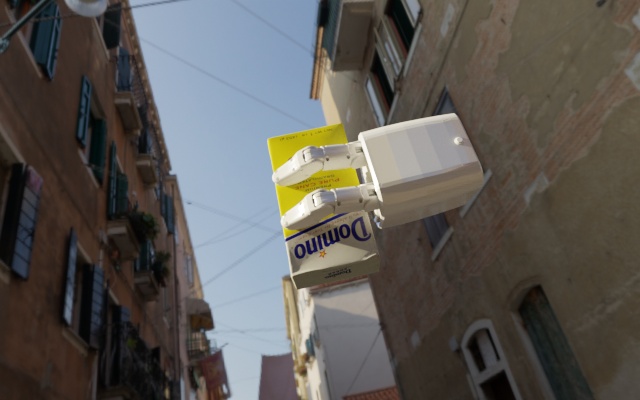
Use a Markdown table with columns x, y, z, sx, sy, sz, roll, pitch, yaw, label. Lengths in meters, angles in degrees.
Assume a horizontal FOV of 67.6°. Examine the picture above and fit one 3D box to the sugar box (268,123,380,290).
| x | y | z | sx | sy | sz | roll | pitch | yaw | label |
| --- | --- | --- | --- | --- | --- | --- | --- | --- | --- |
| 0.000 | 0.001 | 0.528 | 0.093 | 0.176 | 0.048 | -13 | -32 | -1 | sugar box |
